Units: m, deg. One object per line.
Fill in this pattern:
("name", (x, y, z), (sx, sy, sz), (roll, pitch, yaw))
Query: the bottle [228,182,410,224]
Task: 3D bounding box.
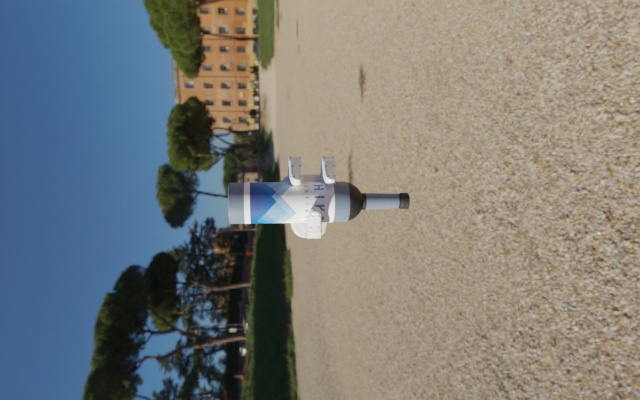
("bottle", (0.000, 0.003, 0.783), (0.296, 0.069, 0.069), (-1, 0, -7))
